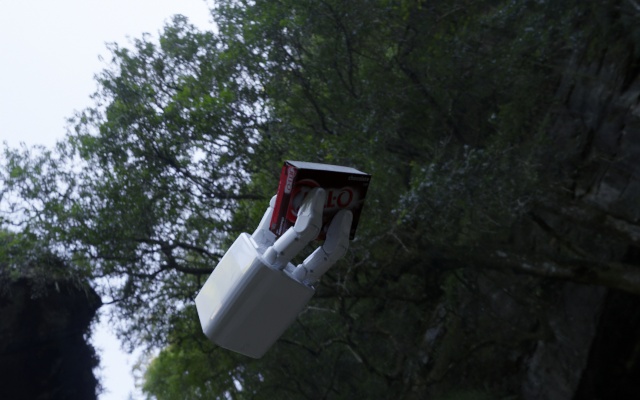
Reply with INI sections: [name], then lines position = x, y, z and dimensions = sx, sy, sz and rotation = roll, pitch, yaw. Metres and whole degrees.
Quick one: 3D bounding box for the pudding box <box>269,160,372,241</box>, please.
[pudding box]
position = 0.000, 0.002, 0.579
dimensions = 0.113, 0.090, 0.039
rotation = 1, 21, -38
